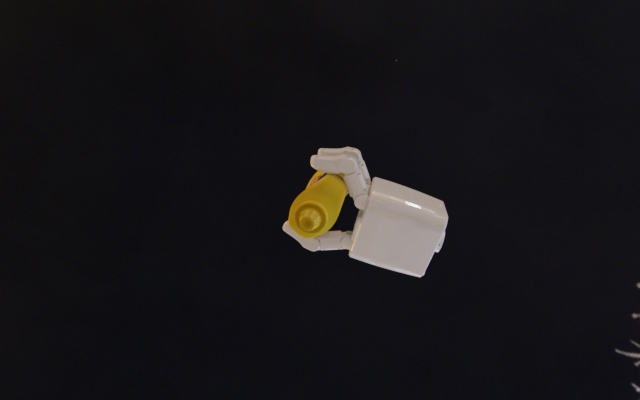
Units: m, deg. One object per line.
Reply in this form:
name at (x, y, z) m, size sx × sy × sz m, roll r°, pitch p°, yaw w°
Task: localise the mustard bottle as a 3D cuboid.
mustard bottle at (0.000, 0.002, 0.649) m, size 0.058 × 0.096 × 0.191 m, roll 40°, pitch 18°, yaw -4°
